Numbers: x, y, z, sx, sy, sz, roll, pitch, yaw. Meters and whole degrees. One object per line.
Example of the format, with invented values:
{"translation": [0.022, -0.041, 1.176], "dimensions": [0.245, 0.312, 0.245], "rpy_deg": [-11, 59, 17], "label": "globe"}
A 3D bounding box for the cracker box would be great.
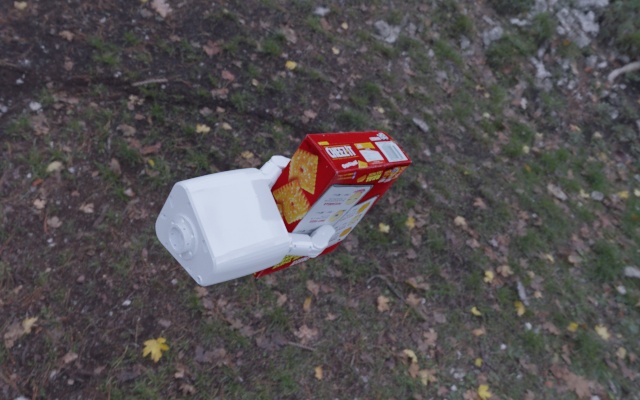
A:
{"translation": [0.000, 0.002, 0.655], "dimensions": [0.164, 0.072, 0.214], "rpy_deg": [-12, -31, -47], "label": "cracker box"}
